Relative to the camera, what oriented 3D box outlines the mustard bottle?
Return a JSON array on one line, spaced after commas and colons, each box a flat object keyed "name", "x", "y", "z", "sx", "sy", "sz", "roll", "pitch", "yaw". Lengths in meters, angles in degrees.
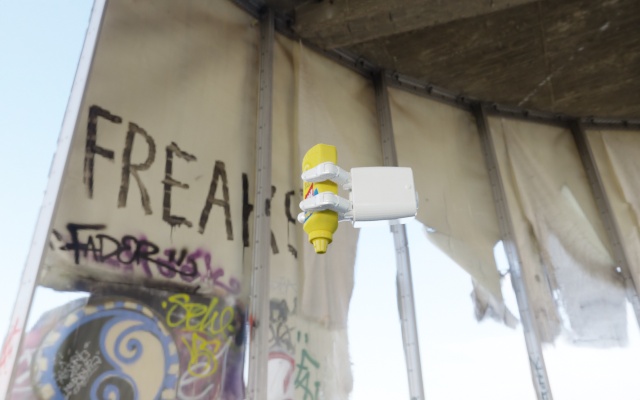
[{"name": "mustard bottle", "x": 0.000, "y": 0.003, "z": 0.844, "sx": 0.058, "sy": 0.191, "sz": 0.096, "roll": 9, "pitch": -29, "yaw": -19}]
